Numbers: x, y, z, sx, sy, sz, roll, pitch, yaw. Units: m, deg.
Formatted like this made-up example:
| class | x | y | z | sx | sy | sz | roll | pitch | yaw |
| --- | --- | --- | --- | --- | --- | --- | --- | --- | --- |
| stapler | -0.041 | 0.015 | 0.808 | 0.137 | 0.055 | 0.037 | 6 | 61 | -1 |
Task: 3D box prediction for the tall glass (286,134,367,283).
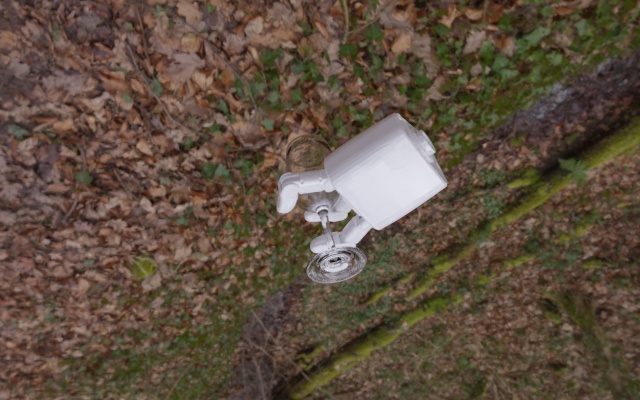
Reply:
| class | x | y | z | sx | sy | sz | roll | pitch | yaw |
| --- | --- | --- | --- | --- | --- | --- | --- | --- | --- |
| tall glass | 0.000 | 0.003 | 0.622 | 0.079 | 0.200 | 0.079 | -9 | -39 | -7 |
